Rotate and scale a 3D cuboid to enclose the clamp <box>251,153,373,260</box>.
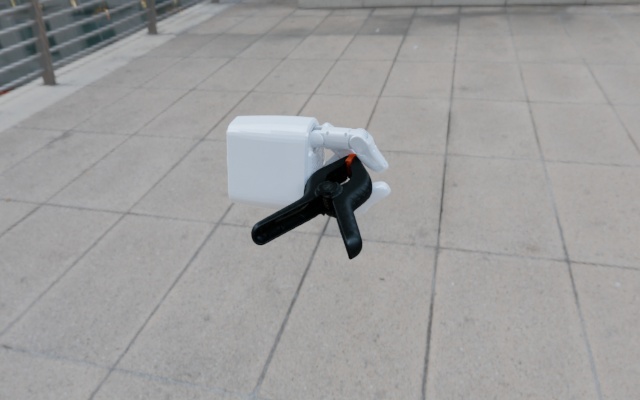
[{"bbox_3d":[0.000,0.001,0.531,0.120,0.039,0.171,6,34,14],"label":"clamp"}]
